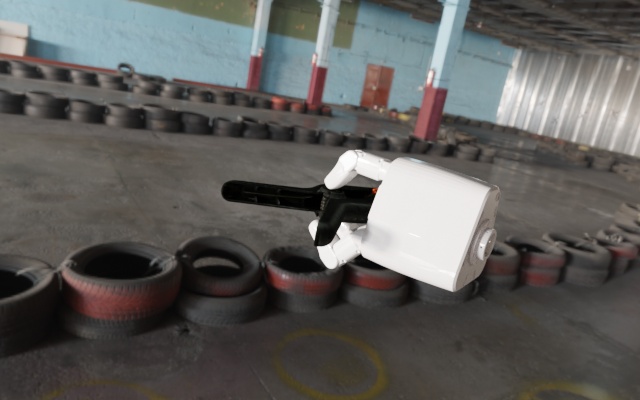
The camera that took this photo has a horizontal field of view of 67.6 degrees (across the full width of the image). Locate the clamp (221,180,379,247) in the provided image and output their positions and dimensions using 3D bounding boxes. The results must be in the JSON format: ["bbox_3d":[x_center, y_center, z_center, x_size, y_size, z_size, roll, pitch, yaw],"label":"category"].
[{"bbox_3d":[0.001,0.001,0.567,0.164,0.036,0.210,22,18,33],"label":"clamp"}]
